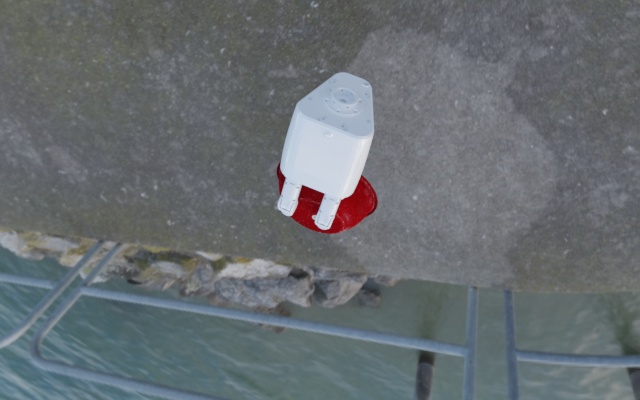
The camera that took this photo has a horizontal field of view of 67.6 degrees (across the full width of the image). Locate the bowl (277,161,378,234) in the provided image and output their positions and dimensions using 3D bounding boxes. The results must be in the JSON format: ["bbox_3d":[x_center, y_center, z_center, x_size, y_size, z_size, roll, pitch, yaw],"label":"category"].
[{"bbox_3d":[0.000,0.003,0.708,0.162,0.055,0.162,18,-29,10],"label":"bowl"}]
